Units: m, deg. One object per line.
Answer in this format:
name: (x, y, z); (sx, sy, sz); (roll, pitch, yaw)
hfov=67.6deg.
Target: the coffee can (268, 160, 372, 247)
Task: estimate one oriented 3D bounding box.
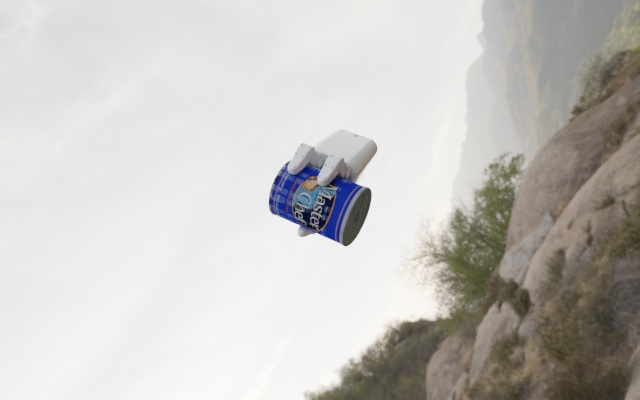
coffee can: (0.000, 0.003, 0.791); (0.140, 0.103, 0.103); (23, 8, 20)
